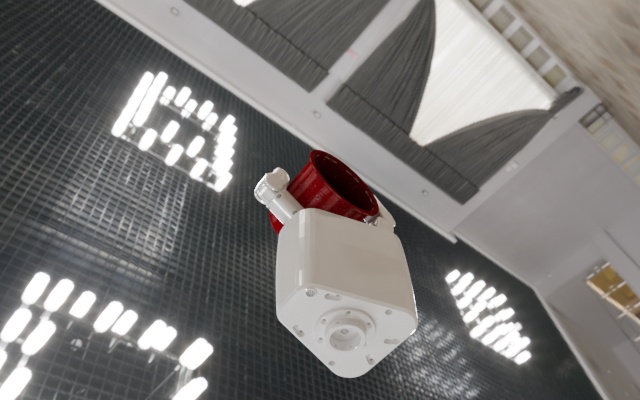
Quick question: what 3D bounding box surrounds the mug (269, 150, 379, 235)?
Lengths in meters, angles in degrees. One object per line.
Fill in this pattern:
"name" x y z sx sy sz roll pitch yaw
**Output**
"mug" 0.000 0.001 0.514 0.093 0.081 0.117 36 23 -18
